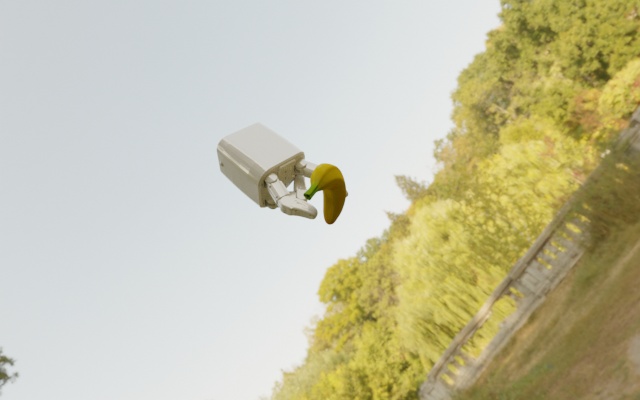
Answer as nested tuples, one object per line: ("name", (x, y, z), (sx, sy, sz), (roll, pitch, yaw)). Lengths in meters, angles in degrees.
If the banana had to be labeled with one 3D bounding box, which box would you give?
("banana", (0.011, -0.013, 0.718), (0.037, 0.069, 0.198), (37, -4, 18))
